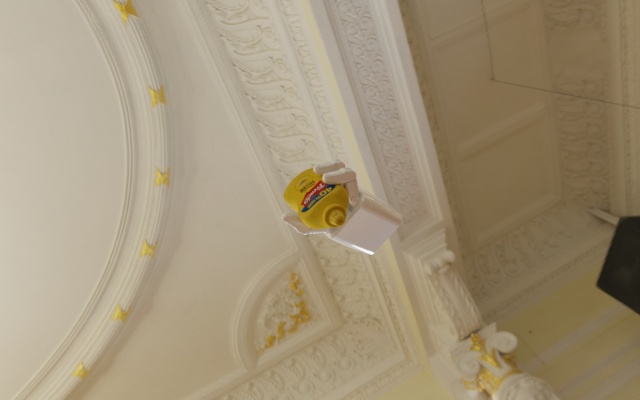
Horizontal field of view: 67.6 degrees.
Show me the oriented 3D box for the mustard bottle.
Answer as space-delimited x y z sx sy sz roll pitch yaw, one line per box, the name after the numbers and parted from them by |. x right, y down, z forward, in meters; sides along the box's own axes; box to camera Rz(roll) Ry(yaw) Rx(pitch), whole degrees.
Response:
0.000 0.003 0.871 0.096 0.058 0.191 -38 29 -4 | mustard bottle
